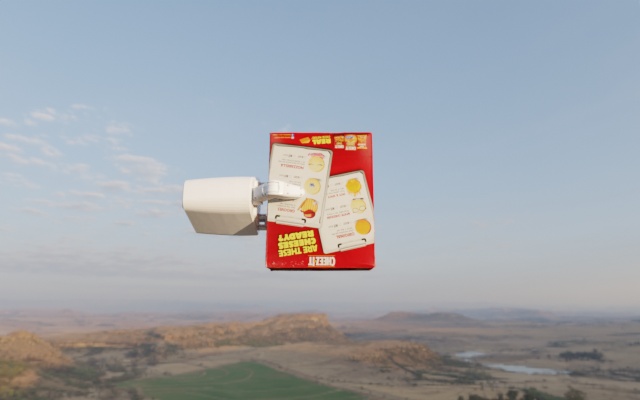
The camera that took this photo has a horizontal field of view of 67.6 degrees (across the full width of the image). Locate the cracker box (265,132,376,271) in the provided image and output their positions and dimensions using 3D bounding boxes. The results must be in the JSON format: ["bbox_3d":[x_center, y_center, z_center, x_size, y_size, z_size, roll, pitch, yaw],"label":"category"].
[{"bbox_3d":[0.000,0.002,0.751,0.164,0.213,0.072,0,-14,1],"label":"cracker box"}]
